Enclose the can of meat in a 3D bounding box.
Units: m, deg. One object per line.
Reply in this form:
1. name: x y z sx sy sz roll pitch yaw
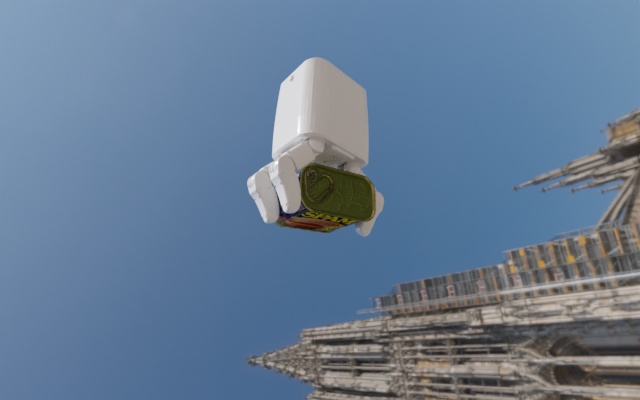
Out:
1. can of meat: 0.000 0.002 0.570 0.102 0.057 0.084 12 -21 -30
